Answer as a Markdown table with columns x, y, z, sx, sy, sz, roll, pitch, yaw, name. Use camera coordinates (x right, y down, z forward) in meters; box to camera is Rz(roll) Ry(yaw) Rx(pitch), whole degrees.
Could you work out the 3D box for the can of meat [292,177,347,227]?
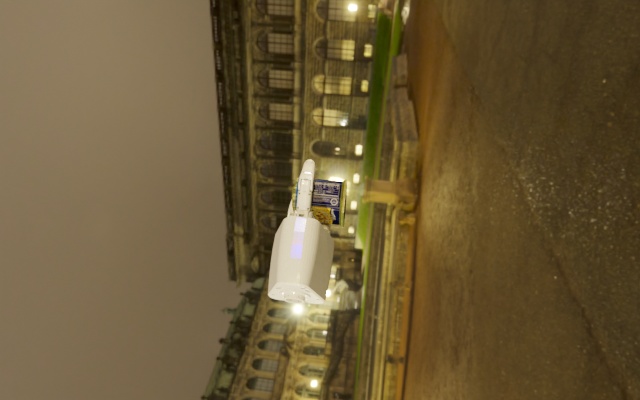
| x | y | z | sx | sy | sz | roll | pitch | yaw | name |
| --- | --- | --- | --- | --- | --- | --- | --- | --- | --- |
| 0.000 | 0.002 | 0.793 | 0.084 | 0.057 | 0.102 | 5 | -22 | 4 | can of meat |
